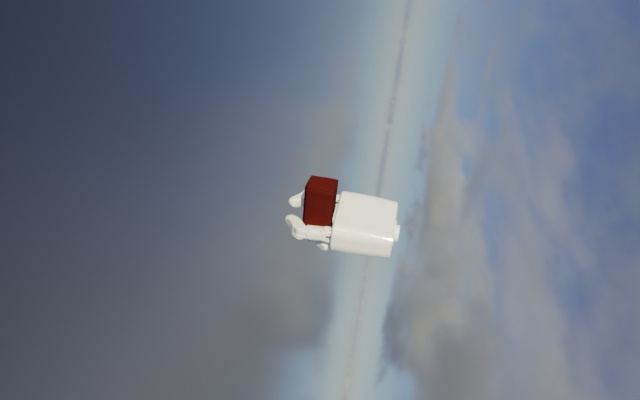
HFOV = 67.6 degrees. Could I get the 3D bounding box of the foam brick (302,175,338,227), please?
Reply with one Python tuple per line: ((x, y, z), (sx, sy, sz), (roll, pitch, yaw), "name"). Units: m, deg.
((0.000, 0.003, 0.842), (0.051, 0.078, 0.053), (10, 30, 8), "foam brick")
